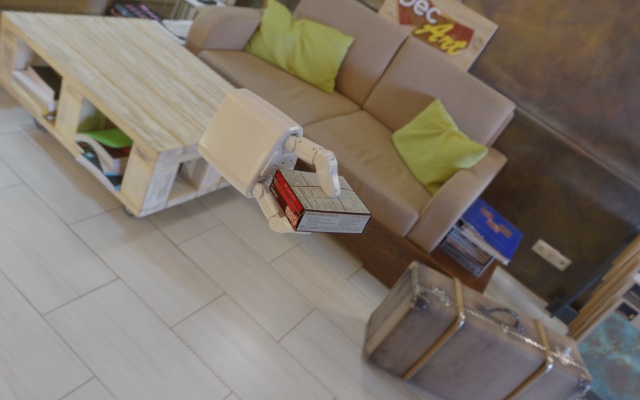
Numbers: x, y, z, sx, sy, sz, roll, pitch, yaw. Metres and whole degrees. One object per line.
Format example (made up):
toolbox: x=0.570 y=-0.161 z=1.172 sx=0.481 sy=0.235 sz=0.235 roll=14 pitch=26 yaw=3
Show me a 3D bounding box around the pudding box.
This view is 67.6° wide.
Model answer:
pudding box: x=0.000 y=0.002 z=0.626 sx=0.113 sy=0.039 sz=0.090 roll=4 pitch=37 yaw=-34
